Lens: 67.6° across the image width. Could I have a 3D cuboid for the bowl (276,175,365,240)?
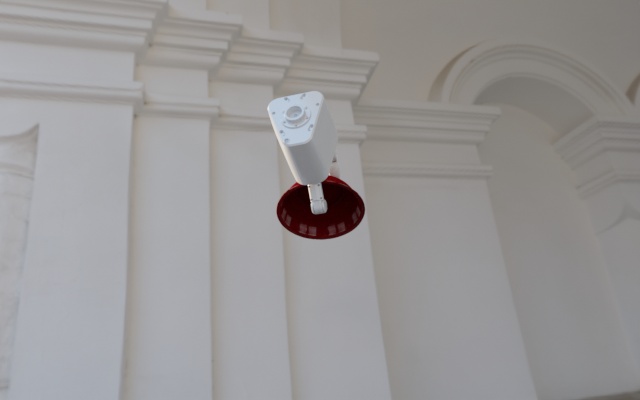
[{"bbox_3d":[0.000,0.003,0.886,0.162,0.055,0.162,-1,-43,-1],"label":"bowl"}]
